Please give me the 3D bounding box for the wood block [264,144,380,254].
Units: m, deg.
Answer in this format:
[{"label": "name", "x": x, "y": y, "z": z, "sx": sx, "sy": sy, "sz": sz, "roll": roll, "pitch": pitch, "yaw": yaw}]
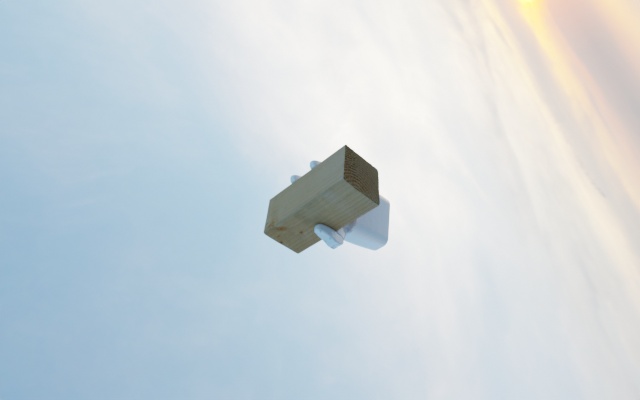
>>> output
[{"label": "wood block", "x": 0.000, "y": 0.003, "z": 0.869, "sx": 0.090, "sy": 0.090, "sz": 0.206, "roll": 35, "pitch": -51, "yaw": -29}]
